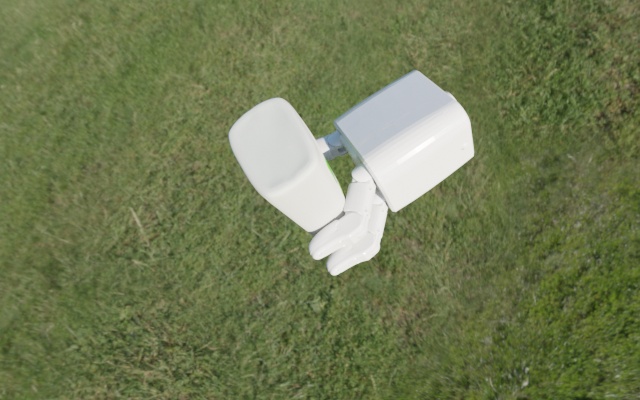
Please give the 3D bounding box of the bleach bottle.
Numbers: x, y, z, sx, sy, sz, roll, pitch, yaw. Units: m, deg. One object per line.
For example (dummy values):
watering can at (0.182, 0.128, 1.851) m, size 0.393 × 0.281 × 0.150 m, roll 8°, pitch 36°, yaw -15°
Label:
bleach bottle at (0.000, 0.002, 0.515) m, size 0.068 × 0.102 × 0.251 m, roll -34°, pitch -31°, yaw 4°
